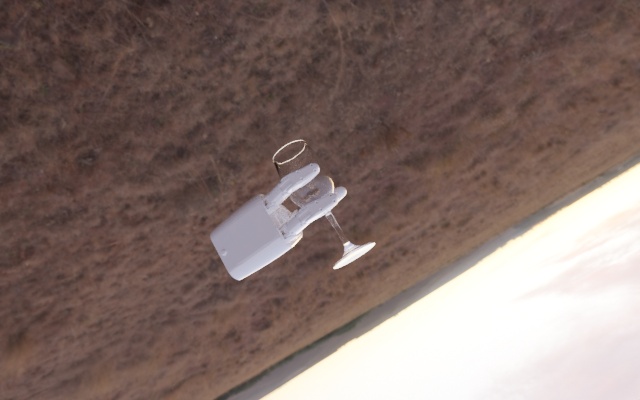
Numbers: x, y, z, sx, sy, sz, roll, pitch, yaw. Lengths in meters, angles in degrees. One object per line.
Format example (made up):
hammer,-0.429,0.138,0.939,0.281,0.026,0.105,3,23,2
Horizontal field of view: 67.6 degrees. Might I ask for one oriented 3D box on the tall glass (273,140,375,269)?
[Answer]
tall glass,0.001,0.003,0.747,0.079,0.201,0.079,-29,-15,-9
